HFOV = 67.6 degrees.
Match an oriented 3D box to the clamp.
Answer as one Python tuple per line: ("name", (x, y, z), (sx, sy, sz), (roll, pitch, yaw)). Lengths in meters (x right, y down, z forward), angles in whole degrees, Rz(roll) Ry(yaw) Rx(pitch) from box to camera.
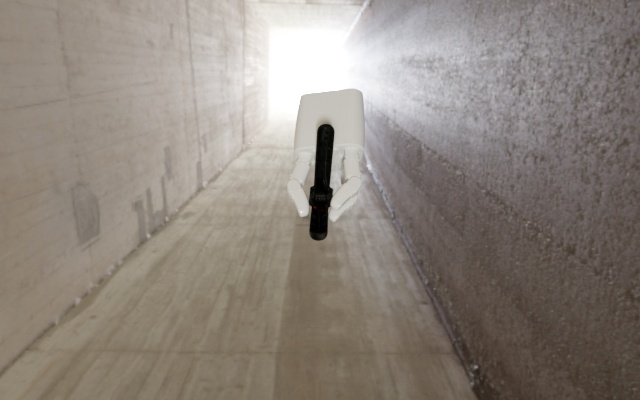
("clamp", (-0.001, 0.002, 0.733), (0.036, 0.164, 0.210), (5, -21, 0))
